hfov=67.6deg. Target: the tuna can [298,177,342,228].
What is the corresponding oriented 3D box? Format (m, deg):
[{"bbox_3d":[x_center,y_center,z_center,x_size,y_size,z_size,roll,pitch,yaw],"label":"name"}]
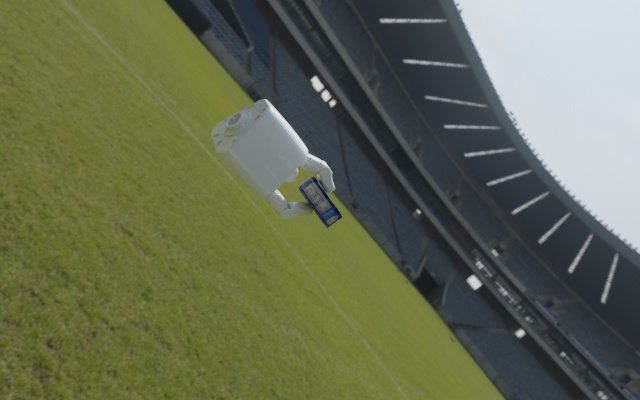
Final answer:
[{"bbox_3d":[0.001,0.002,0.798,0.034,0.086,0.086,-36,0,0],"label":"tuna can"}]
